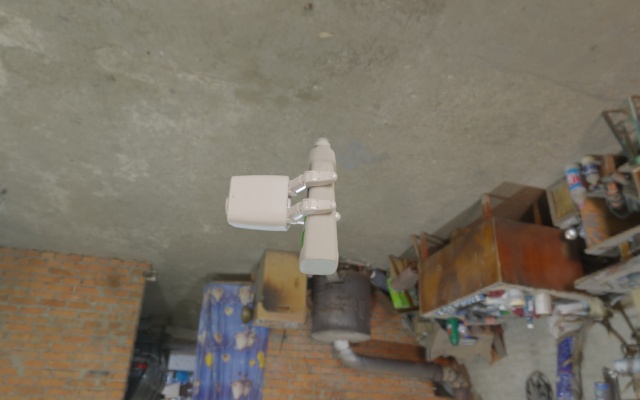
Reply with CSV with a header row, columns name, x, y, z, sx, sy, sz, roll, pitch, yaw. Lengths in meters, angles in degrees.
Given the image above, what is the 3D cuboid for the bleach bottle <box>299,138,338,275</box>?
name,x,y,z,sx,sy,sz,roll,pitch,yaw
bleach bottle,0.000,0.003,0.884,0.068,0.250,0.103,3,-25,-3
